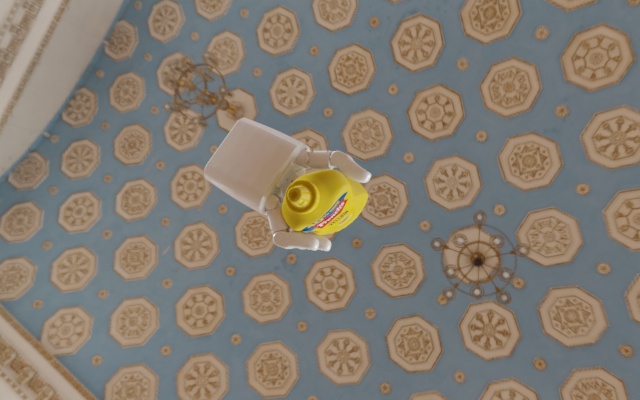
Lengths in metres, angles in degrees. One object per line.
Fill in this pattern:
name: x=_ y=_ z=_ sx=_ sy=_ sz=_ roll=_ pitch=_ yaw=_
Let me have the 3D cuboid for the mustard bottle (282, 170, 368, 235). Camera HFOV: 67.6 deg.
mustard bottle: x=0.000 y=0.002 z=0.634 sx=0.096 sy=0.058 sz=0.191 roll=-39 pitch=-16 yaw=11
